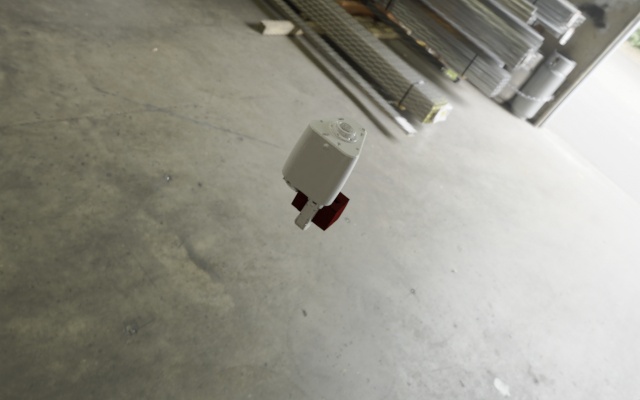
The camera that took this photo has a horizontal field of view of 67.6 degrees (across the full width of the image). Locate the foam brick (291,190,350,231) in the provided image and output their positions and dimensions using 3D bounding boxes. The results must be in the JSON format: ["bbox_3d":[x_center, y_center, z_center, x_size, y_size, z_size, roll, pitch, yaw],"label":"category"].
[{"bbox_3d":[0.000,0.003,0.816,0.078,0.051,0.053,39,38,8],"label":"foam brick"}]
